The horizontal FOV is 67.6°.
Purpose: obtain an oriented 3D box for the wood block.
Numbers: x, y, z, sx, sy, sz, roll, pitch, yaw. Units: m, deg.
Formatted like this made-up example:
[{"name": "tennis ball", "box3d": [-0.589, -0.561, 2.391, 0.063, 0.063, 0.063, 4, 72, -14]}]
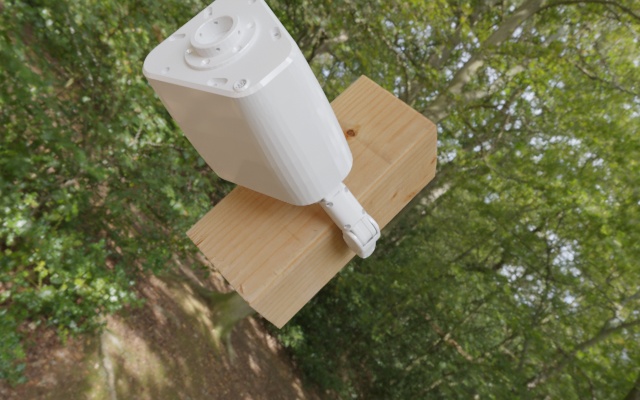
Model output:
[{"name": "wood block", "box3d": [0.000, 0.001, 0.424, 0.090, 0.206, 0.090, 42, -12, 26]}]
